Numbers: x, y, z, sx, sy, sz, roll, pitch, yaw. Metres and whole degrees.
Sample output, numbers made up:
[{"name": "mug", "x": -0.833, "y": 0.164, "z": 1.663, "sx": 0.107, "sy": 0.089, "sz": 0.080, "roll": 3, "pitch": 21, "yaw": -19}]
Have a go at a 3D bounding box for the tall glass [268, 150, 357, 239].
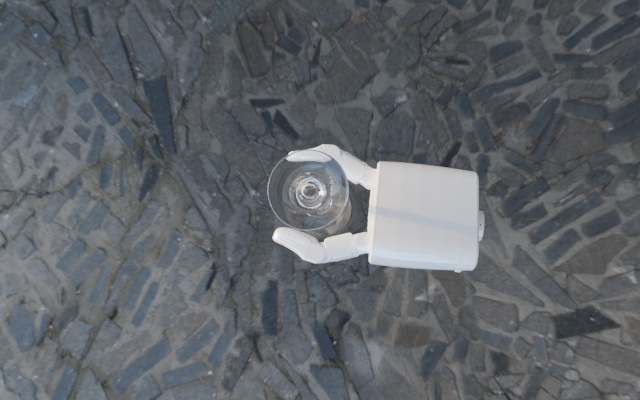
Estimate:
[{"name": "tall glass", "x": 0.000, "y": 0.002, "z": 0.529, "sx": 0.079, "sy": 0.079, "sz": 0.201, "roll": 0, "pitch": -7, "yaw": 6}]
